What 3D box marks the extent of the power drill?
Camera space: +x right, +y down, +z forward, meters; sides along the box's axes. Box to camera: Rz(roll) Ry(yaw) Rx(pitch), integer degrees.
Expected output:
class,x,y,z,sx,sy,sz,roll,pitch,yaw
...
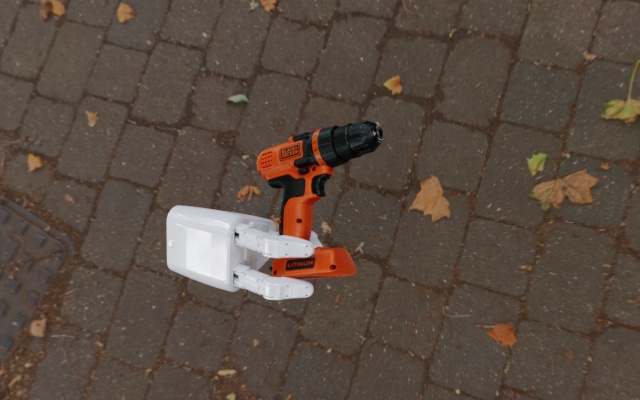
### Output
class,x,y,z,sx,sy,sz,roll,pitch,yaw
power drill,0.000,0.002,0.599,0.184,0.187,0.057,-13,-19,35
